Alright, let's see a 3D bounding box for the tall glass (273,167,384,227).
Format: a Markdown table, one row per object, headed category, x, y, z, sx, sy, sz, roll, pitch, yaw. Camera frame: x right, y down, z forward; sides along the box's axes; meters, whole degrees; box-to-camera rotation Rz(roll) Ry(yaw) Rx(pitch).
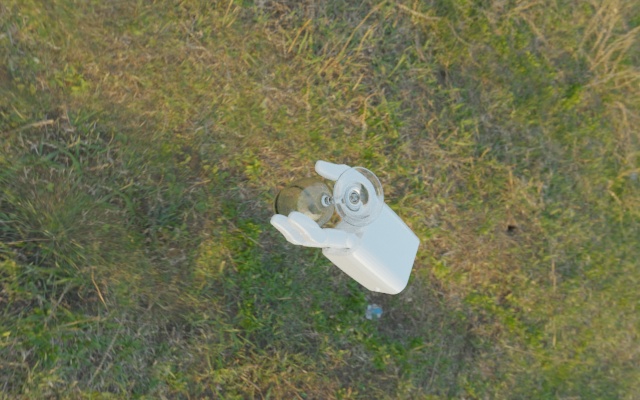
| category | x | y | z | sx | sy | sz | roll | pitch | yaw |
| --- | --- | --- | --- | --- | --- | --- | --- | --- | --- |
| tall glass | 0.000 | 0.002 | 0.674 | 0.079 | 0.079 | 0.201 | 0 | -4 | -29 |
